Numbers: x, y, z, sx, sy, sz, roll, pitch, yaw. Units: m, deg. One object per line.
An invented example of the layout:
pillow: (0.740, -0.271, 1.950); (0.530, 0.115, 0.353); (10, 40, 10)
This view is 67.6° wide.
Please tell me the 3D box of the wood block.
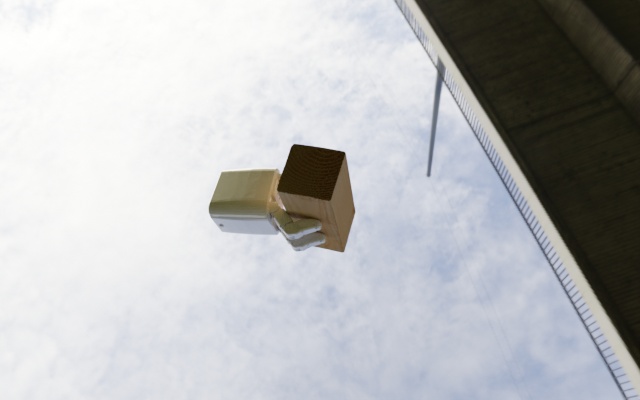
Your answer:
wood block: (0.000, 0.002, 0.814); (0.090, 0.090, 0.206); (10, -25, 14)
